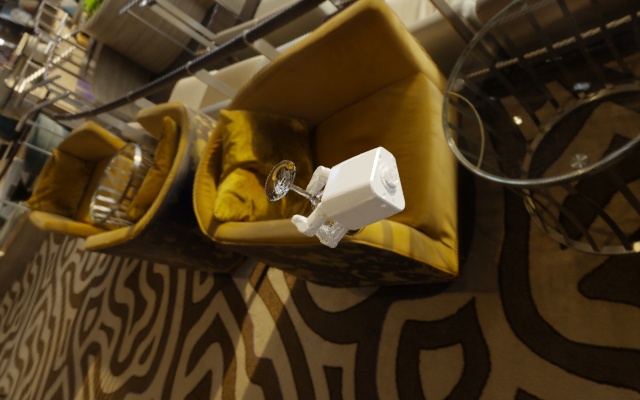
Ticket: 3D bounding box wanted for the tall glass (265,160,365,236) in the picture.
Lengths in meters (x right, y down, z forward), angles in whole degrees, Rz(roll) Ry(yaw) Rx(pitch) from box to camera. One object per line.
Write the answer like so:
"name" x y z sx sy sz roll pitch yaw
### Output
"tall glass" 0.000 0.003 0.863 0.201 0.079 0.079 29 -19 -38
